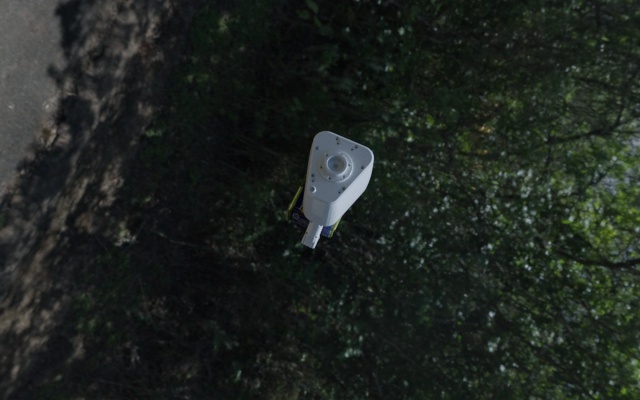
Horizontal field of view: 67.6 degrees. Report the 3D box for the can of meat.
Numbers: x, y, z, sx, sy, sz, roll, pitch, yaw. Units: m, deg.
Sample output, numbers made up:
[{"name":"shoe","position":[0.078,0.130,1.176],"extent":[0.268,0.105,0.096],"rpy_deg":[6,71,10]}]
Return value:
[{"name":"can of meat","position":[0.000,0.003,0.813],"extent":[0.084,0.102,0.057],"rpy_deg":[24,-20,5]}]
